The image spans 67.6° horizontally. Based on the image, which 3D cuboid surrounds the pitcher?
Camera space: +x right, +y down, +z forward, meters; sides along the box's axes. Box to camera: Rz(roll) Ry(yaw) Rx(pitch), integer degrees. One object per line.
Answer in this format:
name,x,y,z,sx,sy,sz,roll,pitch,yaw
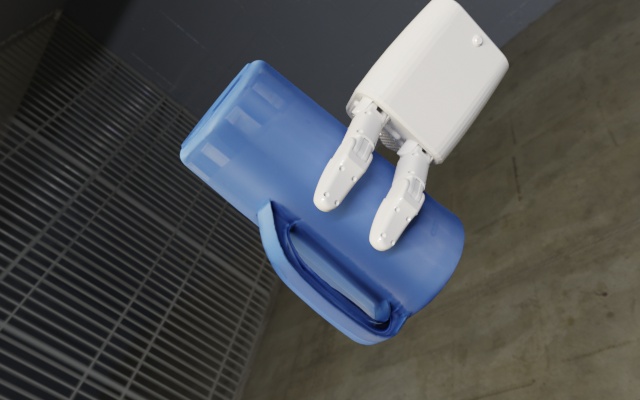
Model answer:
pitcher,0.000,0.001,0.421,0.243,0.145,0.149,39,-3,-18
